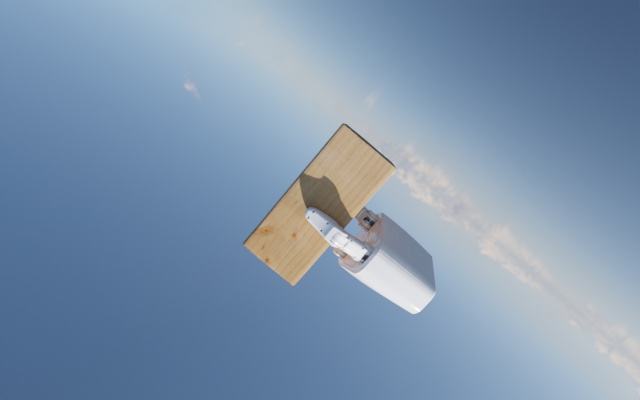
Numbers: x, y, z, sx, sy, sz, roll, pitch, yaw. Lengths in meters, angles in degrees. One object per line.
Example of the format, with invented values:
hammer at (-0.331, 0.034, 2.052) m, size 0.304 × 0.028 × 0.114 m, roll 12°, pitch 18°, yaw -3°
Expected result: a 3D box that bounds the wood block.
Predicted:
wood block at (0.000, 0.003, 0.652) m, size 0.090 × 0.206 × 0.091 m, roll 40°, pitch 10°, yaw -1°
